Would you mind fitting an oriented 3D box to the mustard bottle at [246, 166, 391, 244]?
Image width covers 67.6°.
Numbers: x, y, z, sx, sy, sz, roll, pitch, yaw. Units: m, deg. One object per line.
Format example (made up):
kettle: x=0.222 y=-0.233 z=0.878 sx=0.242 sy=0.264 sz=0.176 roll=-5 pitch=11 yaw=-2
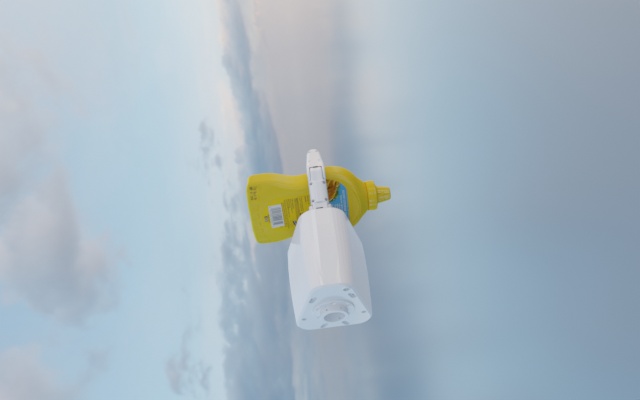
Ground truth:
mustard bottle: x=0.000 y=0.002 z=0.652 sx=0.191 sy=0.096 sz=0.058 roll=-7 pitch=26 yaw=-1
